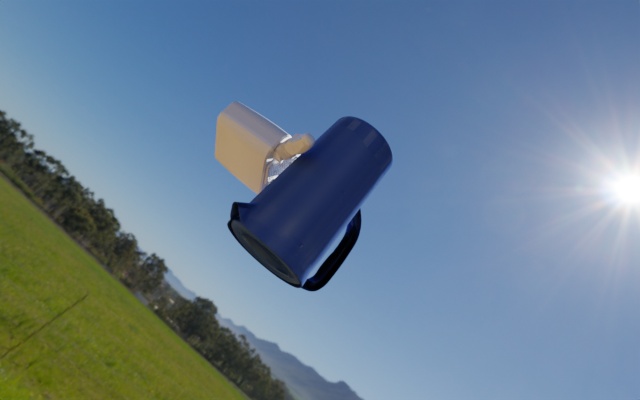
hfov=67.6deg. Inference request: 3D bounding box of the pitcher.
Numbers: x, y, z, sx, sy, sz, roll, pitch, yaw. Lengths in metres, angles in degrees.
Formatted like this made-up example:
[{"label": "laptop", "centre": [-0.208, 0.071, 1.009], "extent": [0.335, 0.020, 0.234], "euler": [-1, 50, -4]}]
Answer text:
[{"label": "pitcher", "centre": [0.000, 0.002, 0.687], "extent": [0.145, 0.242, 0.149], "euler": [36, -20, 16]}]
